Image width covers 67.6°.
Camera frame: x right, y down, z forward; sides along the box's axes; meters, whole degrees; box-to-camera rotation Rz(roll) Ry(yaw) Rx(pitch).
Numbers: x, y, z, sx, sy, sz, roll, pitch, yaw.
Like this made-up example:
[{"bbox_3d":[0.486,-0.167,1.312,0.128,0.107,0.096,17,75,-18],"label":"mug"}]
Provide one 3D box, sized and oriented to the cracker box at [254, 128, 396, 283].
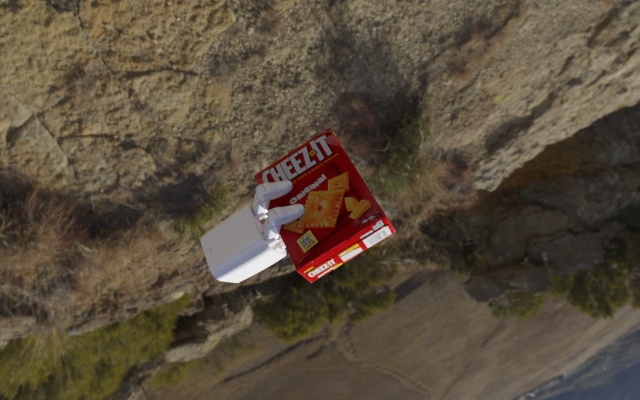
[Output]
[{"bbox_3d":[0.000,0.003,0.802,0.164,0.213,0.072,-32,-34,5],"label":"cracker box"}]
